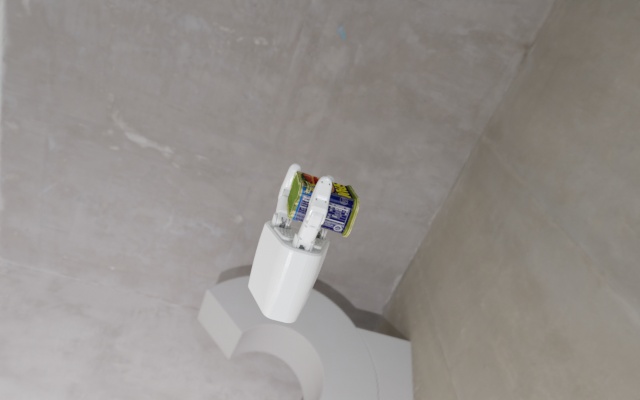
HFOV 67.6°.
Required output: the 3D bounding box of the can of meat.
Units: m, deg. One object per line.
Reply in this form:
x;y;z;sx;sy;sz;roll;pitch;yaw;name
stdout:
0.000;0.002;0.666;0.084;0.057;0.102;16;14;-11;can of meat
